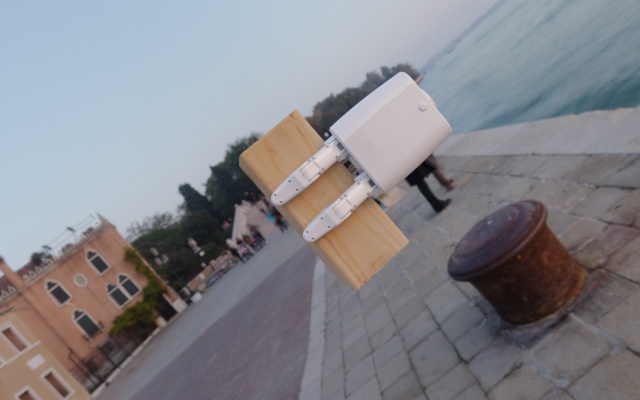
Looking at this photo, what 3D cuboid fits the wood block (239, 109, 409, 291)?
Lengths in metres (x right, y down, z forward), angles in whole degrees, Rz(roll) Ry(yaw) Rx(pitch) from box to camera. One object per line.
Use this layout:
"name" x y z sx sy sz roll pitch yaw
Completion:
"wood block" 0.000 0.002 0.595 0.090 0.206 0.091 -41 4 -9
